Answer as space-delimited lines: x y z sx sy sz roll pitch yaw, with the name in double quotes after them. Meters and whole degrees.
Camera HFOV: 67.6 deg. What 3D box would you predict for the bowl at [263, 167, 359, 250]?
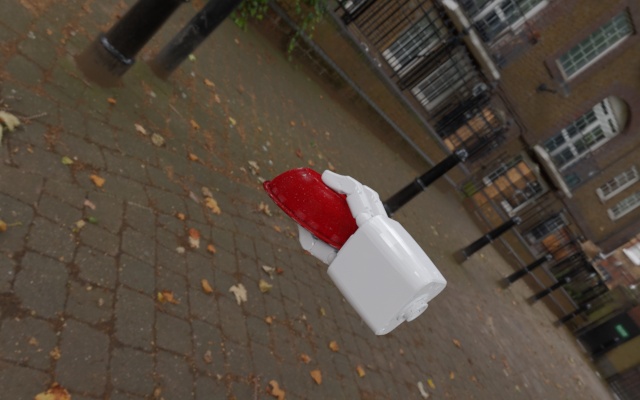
-0.001 0.001 0.669 0.162 0.055 0.162 36 9 -6 "bowl"
